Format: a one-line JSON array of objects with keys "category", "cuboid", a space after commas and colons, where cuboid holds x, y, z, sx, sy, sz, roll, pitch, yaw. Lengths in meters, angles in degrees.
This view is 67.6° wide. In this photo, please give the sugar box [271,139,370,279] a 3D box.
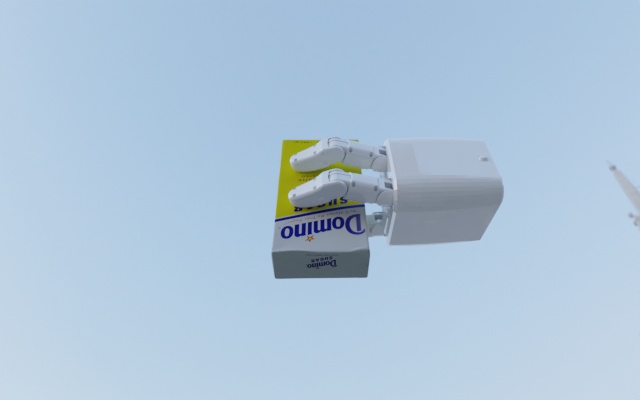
[{"category": "sugar box", "cuboid": [0.000, 0.001, 0.508, 0.093, 0.048, 0.176, -1, 41, 0]}]
